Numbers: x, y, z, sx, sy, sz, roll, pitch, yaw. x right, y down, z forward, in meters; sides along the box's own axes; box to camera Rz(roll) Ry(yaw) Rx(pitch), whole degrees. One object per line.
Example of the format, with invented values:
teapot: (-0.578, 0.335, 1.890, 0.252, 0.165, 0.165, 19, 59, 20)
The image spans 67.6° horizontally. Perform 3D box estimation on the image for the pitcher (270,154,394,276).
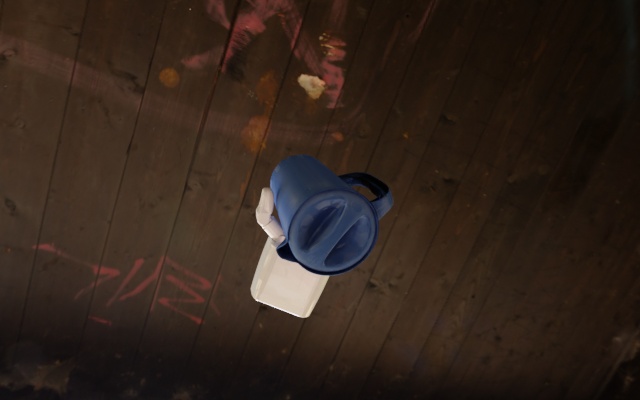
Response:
pitcher: (0.000, 0.003, 0.765, 0.149, 0.145, 0.242, 16, 15, -20)
